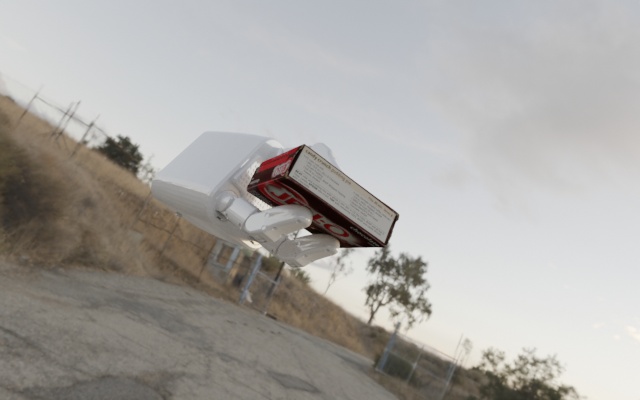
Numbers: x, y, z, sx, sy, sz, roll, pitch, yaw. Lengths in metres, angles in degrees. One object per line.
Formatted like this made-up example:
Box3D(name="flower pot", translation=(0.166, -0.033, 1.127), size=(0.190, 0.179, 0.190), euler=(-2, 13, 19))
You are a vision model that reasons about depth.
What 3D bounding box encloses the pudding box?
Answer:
Box3D(name="pudding box", translation=(0.000, 0.001, 0.429), size=(0.113, 0.039, 0.090), euler=(33, -19, -22))
